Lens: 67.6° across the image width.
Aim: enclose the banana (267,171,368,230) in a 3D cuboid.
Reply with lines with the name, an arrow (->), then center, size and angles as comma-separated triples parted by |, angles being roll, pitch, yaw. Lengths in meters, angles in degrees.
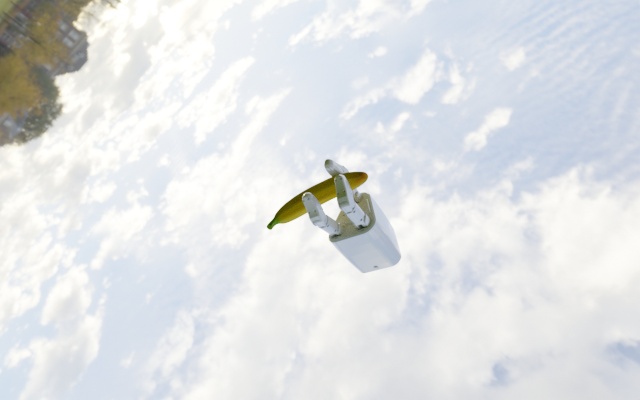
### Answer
banana -> -0.004, -0.004, 0.850 | 0.198, 0.037, 0.069 | -30, 25, 9
